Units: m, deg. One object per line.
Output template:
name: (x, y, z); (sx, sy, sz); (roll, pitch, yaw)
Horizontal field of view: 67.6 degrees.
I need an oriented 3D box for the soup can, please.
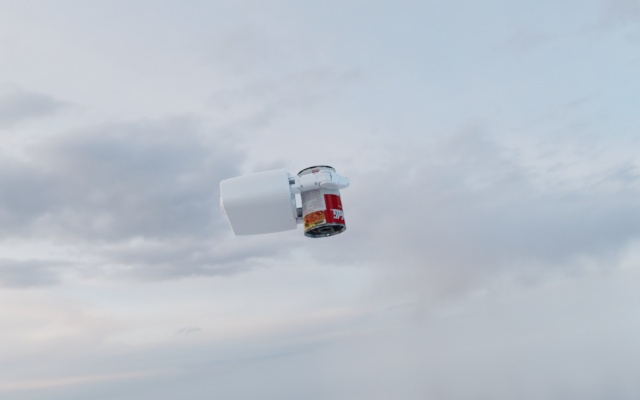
soup can: (0.001, 0.002, 0.772); (0.068, 0.102, 0.068); (-8, -19, -3)
